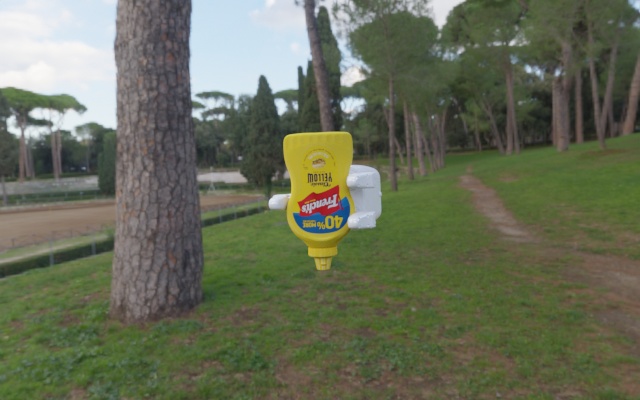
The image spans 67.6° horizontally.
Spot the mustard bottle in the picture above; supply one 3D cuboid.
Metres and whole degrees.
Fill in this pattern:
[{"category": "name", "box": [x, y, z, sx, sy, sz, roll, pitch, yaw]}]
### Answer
[{"category": "mustard bottle", "box": [0.000, 0.002, 0.672, 0.096, 0.191, 0.058, -3, 3, -1]}]
